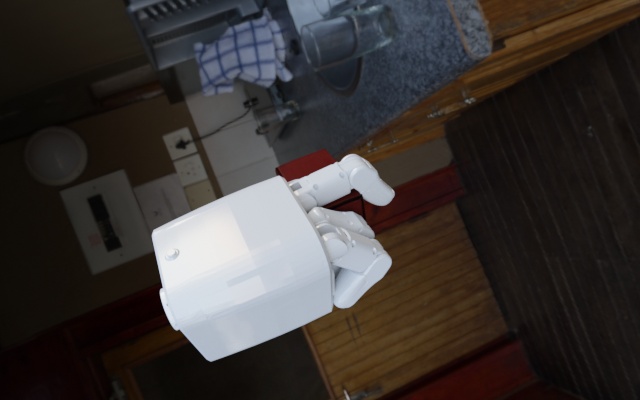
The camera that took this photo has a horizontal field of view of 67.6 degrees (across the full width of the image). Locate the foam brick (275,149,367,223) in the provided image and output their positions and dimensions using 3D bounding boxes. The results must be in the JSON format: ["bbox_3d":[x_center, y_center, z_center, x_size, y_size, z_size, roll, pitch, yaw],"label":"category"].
[{"bbox_3d":[0.000,0.001,0.417,0.051,0.053,0.078,-23,42,-11],"label":"foam brick"}]
